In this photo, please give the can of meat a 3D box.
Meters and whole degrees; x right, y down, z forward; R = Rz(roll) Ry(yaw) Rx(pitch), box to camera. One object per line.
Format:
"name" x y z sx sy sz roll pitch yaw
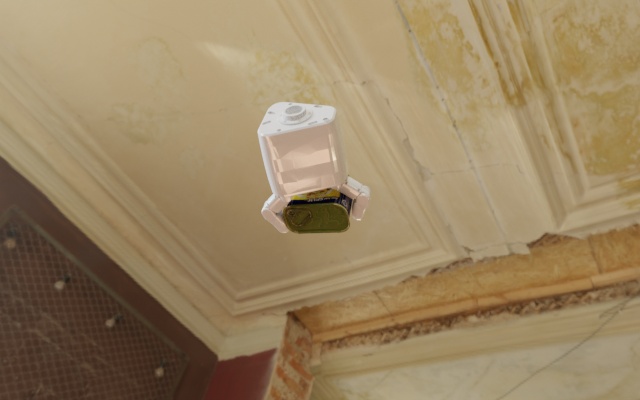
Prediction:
"can of meat" 0.000 0.002 0.752 0.102 0.057 0.084 -3 40 15
